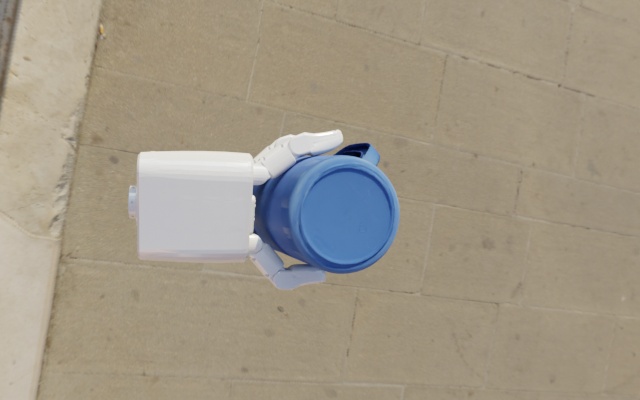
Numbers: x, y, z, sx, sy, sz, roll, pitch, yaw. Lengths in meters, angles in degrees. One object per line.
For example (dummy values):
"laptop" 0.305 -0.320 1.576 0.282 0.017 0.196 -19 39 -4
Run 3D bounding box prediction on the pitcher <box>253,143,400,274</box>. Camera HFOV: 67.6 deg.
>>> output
"pitcher" 0.000 0.002 0.540 0.145 0.149 0.243 2 1 -16
